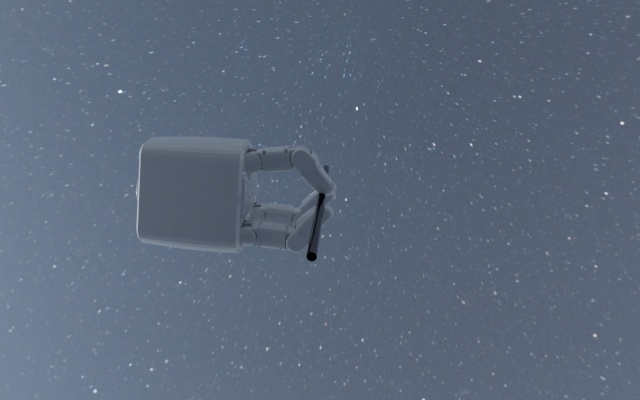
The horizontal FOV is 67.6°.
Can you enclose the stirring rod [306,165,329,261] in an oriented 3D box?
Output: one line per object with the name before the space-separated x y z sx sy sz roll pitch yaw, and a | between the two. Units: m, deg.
stirring rod | 0.000 0.002 0.478 0.011 0.011 0.239 0 20 3
